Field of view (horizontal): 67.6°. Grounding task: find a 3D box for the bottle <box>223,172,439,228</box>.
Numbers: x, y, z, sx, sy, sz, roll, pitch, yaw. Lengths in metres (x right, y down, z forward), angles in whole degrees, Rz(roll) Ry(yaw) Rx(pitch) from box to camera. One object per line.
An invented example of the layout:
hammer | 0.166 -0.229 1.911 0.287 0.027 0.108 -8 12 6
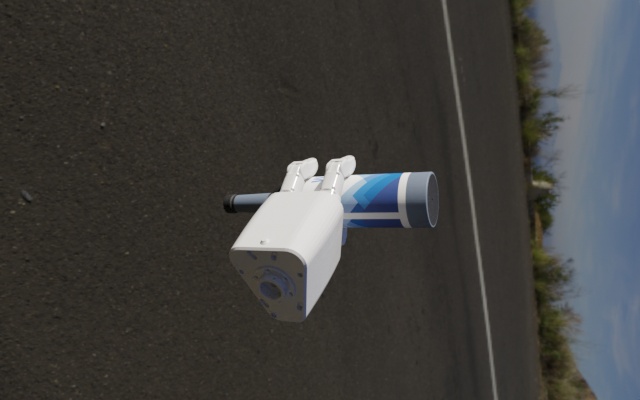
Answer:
bottle | 0.000 0.002 0.627 0.296 0.069 0.069 -1 -1 25
